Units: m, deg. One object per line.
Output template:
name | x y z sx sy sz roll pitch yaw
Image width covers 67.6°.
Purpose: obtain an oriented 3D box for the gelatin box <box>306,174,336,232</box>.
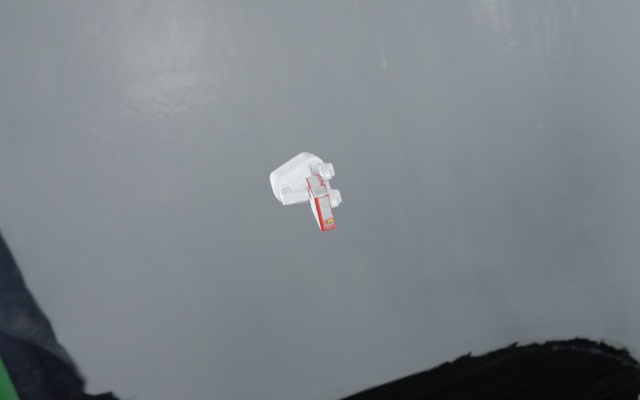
gelatin box | 0.000 0.003 0.875 0.030 0.073 0.089 -15 29 -5
